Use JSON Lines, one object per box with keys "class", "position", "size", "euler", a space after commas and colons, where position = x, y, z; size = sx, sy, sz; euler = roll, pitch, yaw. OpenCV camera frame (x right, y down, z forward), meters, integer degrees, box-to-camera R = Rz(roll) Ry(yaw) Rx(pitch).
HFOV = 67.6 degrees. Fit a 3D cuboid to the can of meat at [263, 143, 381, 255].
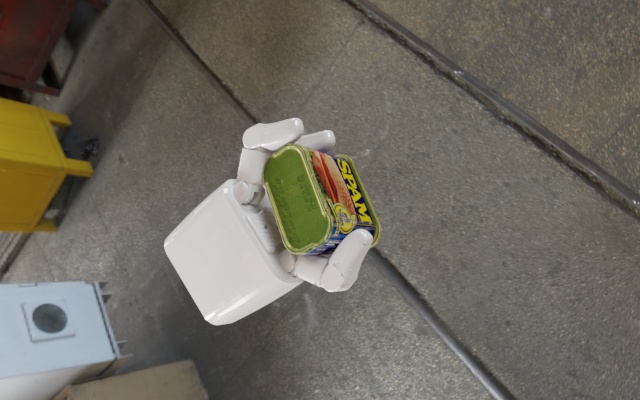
{"class": "can of meat", "position": [0.000, 0.001, 0.441], "size": [0.057, 0.102, 0.084], "euler": [-32, -22, 28]}
